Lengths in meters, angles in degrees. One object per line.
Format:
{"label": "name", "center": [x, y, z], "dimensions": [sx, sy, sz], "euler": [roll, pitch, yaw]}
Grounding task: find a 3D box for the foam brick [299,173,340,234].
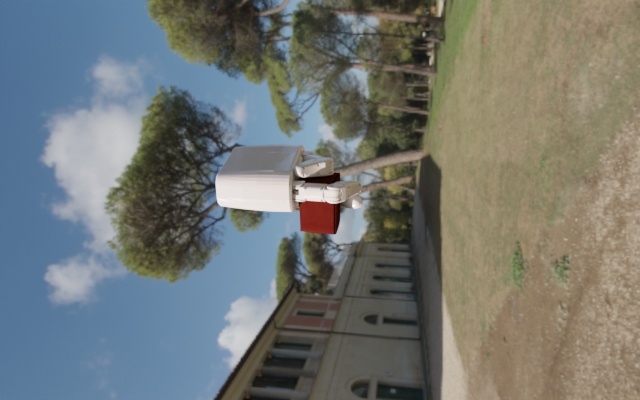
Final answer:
{"label": "foam brick", "center": [0.000, 0.003, 0.676], "dimensions": [0.051, 0.078, 0.053], "euler": [2, 17, 9]}
